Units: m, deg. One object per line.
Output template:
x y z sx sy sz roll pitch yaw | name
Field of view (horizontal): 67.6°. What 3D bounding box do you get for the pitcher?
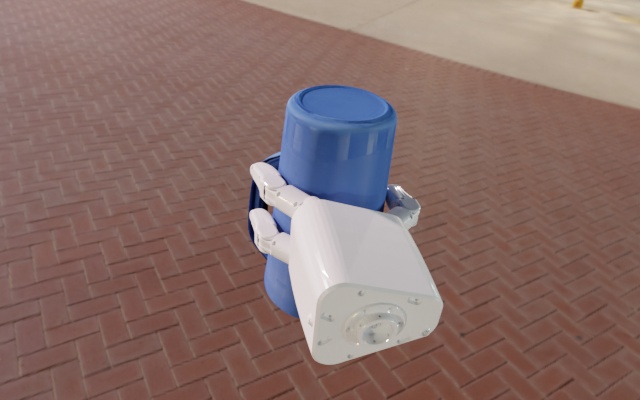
0.000 0.002 0.526 0.149 0.243 0.145 -1 35 -12 | pitcher
